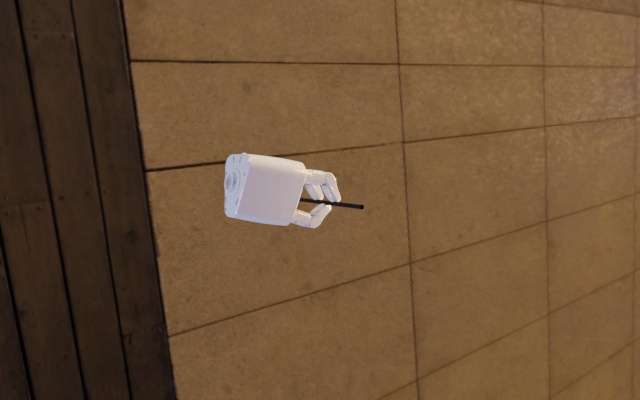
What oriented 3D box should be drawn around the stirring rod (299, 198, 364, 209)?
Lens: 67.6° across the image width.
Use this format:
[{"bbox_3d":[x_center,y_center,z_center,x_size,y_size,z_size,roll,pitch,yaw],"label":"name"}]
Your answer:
[{"bbox_3d":[0.000,0.003,0.882,0.011,0.011,0.239,0,4,-35],"label":"stirring rod"}]
